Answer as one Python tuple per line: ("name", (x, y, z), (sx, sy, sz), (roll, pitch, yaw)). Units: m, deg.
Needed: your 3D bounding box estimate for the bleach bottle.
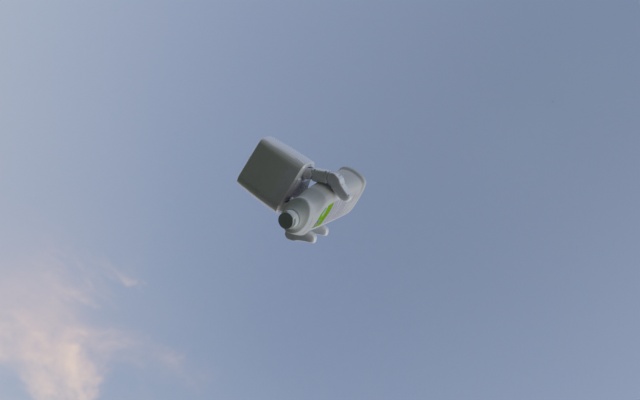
("bleach bottle", (0.000, 0.003, 0.886), (0.068, 0.103, 0.251), (34, 23, 16))
